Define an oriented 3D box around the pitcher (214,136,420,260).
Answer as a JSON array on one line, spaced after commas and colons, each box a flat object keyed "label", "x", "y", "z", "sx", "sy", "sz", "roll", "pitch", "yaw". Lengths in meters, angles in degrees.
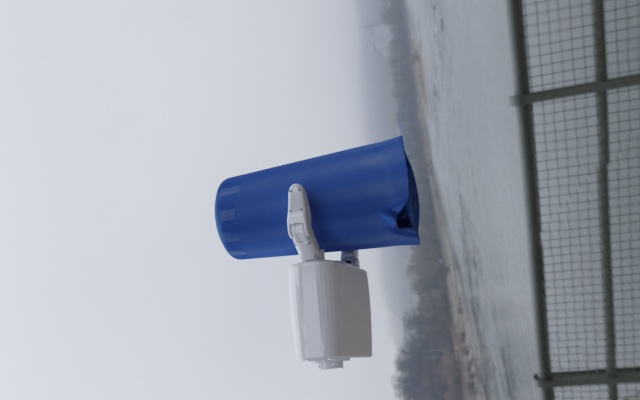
[{"label": "pitcher", "x": 0.000, "y": 0.002, "z": 0.606, "sx": 0.243, "sy": 0.145, "sz": 0.149, "roll": -9, "pitch": -21, "yaw": 11}]
